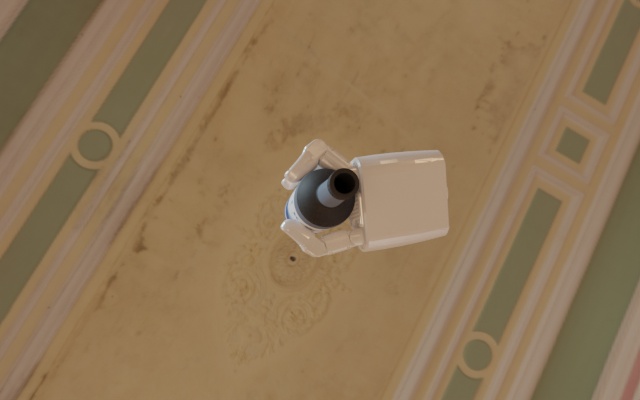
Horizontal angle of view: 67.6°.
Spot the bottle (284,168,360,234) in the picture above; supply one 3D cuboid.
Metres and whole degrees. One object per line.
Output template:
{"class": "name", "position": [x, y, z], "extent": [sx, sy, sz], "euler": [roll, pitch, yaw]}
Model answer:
{"class": "bottle", "position": [0.000, 0.002, 0.563], "extent": [0.069, 0.069, 0.296], "euler": [0, -7, -8]}
